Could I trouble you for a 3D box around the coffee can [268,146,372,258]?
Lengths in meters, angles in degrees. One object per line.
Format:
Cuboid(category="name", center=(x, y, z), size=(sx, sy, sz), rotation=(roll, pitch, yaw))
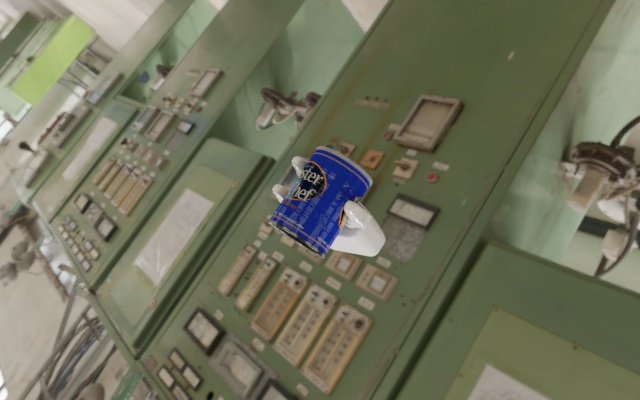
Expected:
Cuboid(category="coffee can", center=(0.000, 0.002, 0.734), size=(0.103, 0.140, 0.103), rotation=(32, -9, 6))
